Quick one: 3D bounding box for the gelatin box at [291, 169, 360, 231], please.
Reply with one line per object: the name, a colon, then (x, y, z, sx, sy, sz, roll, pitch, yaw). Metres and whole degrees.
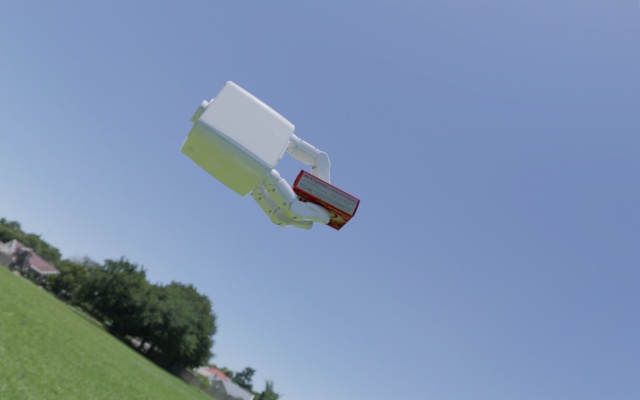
gelatin box: (0.001, 0.002, 0.643, 0.089, 0.030, 0.073, 27, -22, -4)
